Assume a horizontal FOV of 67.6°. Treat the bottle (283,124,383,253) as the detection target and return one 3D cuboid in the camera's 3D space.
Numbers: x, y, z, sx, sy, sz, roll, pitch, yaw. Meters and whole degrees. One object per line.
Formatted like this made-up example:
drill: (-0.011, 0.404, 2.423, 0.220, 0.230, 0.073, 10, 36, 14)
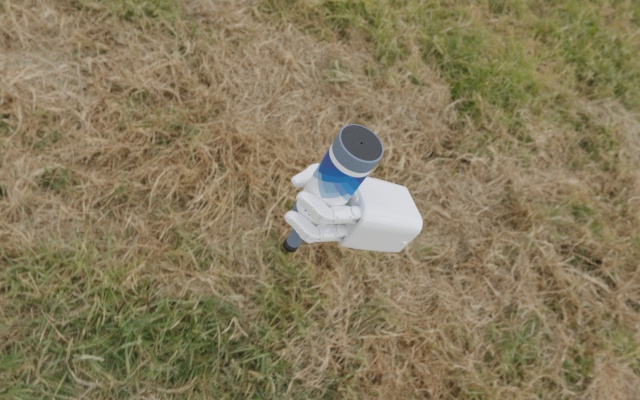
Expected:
bottle: (0.000, 0.002, 0.750, 0.069, 0.069, 0.296, 0, -33, -26)
